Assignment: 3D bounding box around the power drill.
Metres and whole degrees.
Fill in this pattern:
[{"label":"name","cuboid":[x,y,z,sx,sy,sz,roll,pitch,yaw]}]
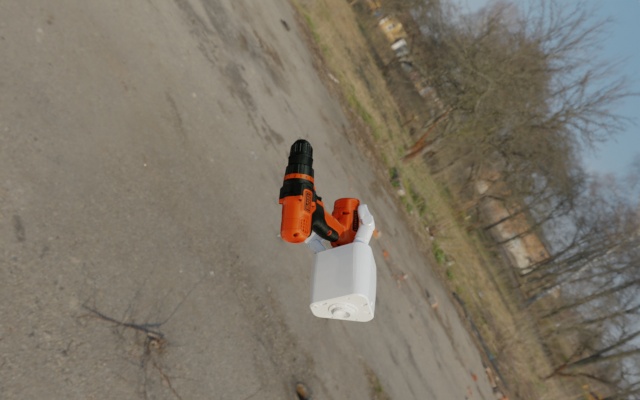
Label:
[{"label":"power drill","cuboid":[0.000,0.003,0.857,0.057,0.184,0.188,-9,-24,36]}]
